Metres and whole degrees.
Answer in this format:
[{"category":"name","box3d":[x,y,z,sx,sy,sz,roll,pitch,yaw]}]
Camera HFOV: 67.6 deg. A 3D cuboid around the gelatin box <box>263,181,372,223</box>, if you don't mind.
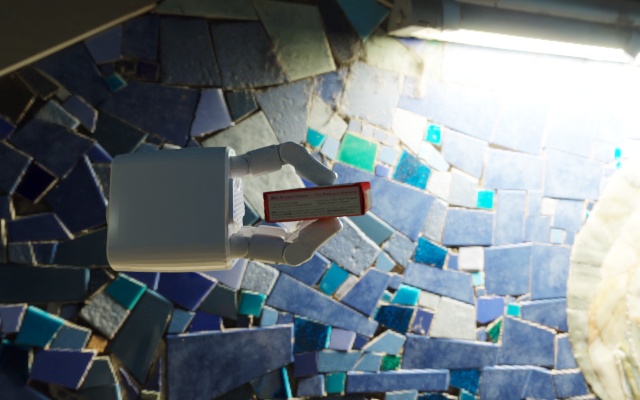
[{"category":"gelatin box","box3d":[0.000,0.001,0.438,0.089,0.030,0.073,-6,2,12]}]
